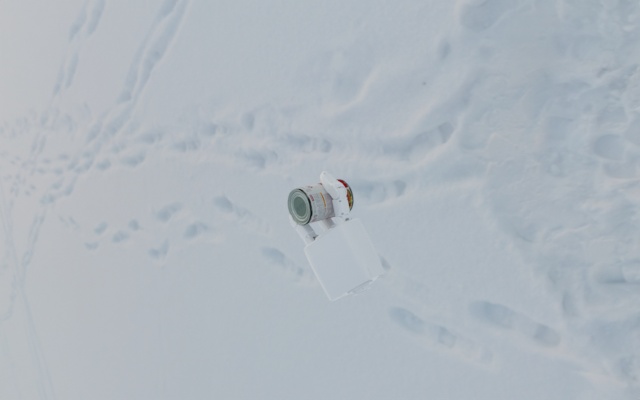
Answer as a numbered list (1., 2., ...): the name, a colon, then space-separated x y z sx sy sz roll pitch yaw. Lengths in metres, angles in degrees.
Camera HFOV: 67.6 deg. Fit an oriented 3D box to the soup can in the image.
1. soup can: 0.000 0.002 0.859 0.102 0.068 0.068 -14 9 -39
